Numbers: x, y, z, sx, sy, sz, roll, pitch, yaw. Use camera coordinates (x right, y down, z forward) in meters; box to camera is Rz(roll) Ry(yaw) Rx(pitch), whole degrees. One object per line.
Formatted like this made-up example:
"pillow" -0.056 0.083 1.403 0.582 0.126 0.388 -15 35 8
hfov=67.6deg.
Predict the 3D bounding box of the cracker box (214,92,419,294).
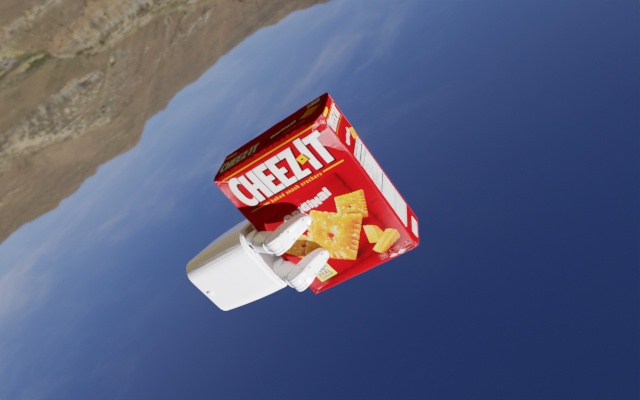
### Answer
"cracker box" 0.000 0.002 0.600 0.164 0.214 0.072 -28 26 23
